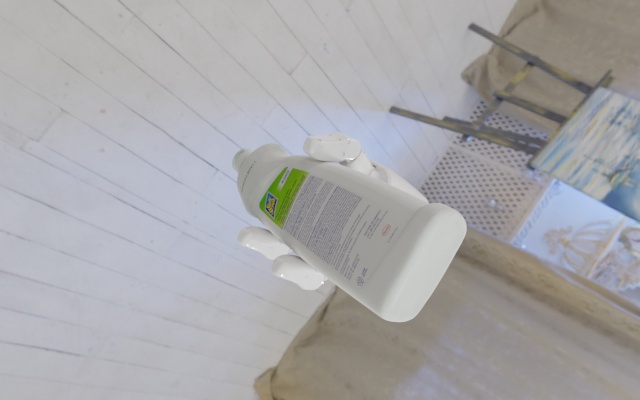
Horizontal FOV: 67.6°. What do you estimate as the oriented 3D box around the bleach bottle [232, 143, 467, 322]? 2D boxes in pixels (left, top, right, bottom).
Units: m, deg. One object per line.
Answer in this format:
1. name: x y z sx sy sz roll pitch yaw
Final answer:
1. bleach bottle: 0.000 0.002 0.441 0.250 0.102 0.068 33 6 40
